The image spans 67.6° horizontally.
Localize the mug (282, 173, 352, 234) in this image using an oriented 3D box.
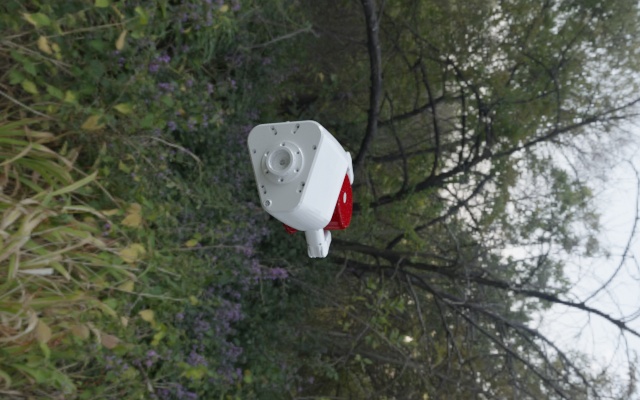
[{"bbox_3d":[0.001,0.003,0.675,0.081,0.093,0.117,-2,-11,17],"label":"mug"}]
